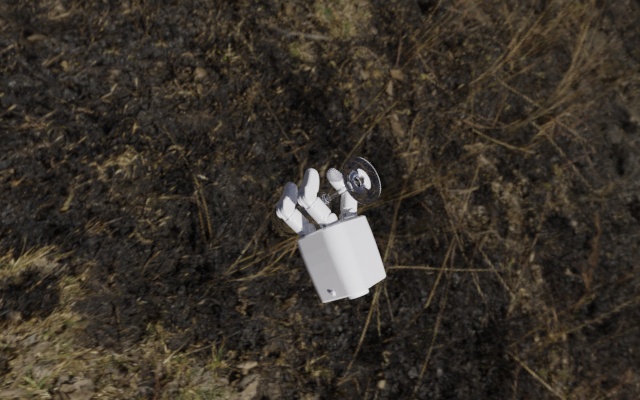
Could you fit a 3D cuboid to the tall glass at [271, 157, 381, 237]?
[{"bbox_3d":[0.001,0.002,0.762,0.079,0.079,0.201,0,-18,-40],"label":"tall glass"}]
